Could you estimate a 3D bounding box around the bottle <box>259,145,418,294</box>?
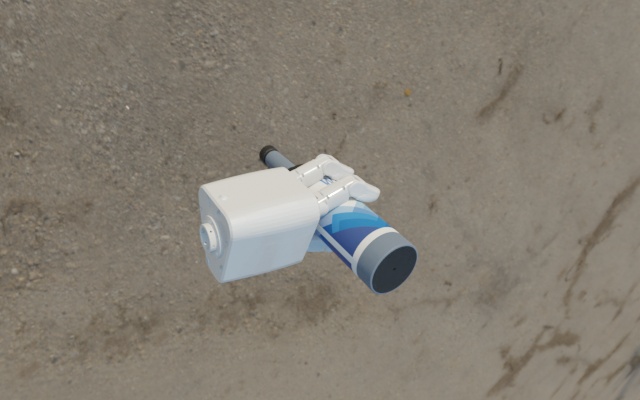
[{"bbox_3d":[0.000,0.002,0.611,0.069,0.069,0.295,0,29,-38],"label":"bottle"}]
